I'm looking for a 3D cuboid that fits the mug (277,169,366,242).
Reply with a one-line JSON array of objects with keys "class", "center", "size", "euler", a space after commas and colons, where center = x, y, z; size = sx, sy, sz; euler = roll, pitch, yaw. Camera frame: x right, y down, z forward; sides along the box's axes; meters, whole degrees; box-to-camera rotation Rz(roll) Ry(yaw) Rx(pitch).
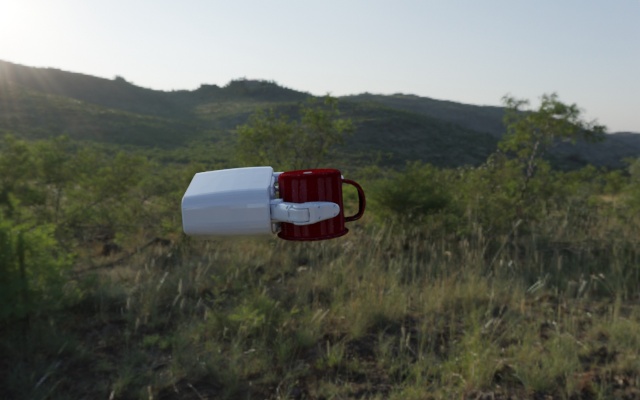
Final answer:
[{"class": "mug", "center": [0.002, 0.002, 0.615], "size": [0.117, 0.081, 0.093], "euler": [-4, 8, -2]}]
